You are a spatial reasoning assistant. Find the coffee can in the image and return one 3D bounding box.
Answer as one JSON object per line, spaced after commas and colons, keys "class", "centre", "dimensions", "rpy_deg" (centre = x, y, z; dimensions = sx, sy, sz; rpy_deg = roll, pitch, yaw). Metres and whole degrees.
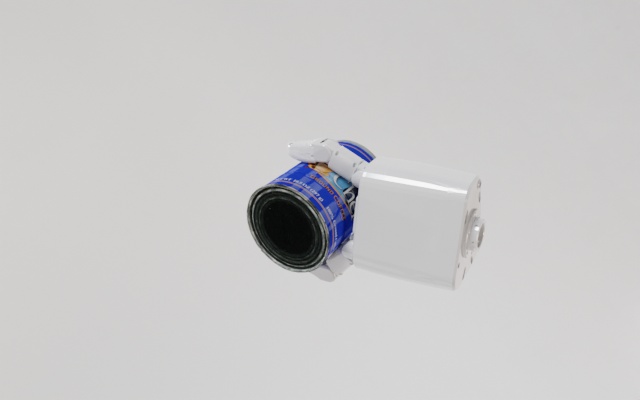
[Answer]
{"class": "coffee can", "centre": [0.000, 0.002, 0.541], "dimensions": [0.103, 0.103, 0.140], "rpy_deg": [0, 24, 35]}
